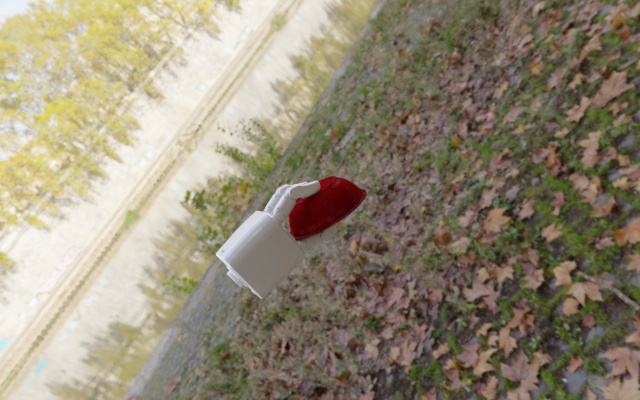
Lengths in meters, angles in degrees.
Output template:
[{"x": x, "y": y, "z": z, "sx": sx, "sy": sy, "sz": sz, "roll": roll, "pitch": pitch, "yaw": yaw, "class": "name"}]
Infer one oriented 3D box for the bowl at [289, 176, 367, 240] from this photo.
[{"x": 0.001, "y": 0.002, "z": 0.858, "sx": 0.162, "sy": 0.055, "sz": 0.162, "roll": -29, "pitch": 13, "yaw": 7, "class": "bowl"}]
